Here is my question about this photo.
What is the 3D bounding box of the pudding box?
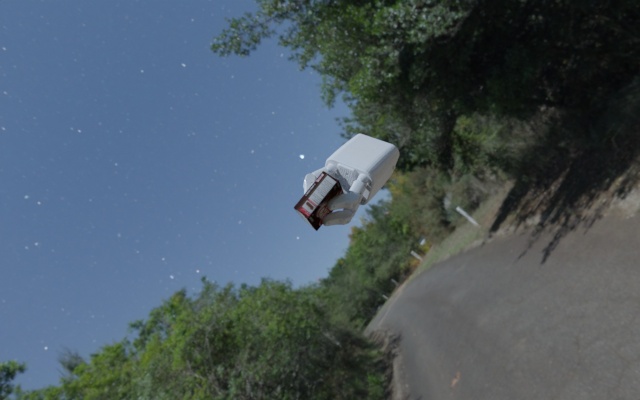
[{"bbox_3d":[0.000,0.003,0.885,0.039,0.090,0.113,36,-6,18],"label":"pudding box"}]
